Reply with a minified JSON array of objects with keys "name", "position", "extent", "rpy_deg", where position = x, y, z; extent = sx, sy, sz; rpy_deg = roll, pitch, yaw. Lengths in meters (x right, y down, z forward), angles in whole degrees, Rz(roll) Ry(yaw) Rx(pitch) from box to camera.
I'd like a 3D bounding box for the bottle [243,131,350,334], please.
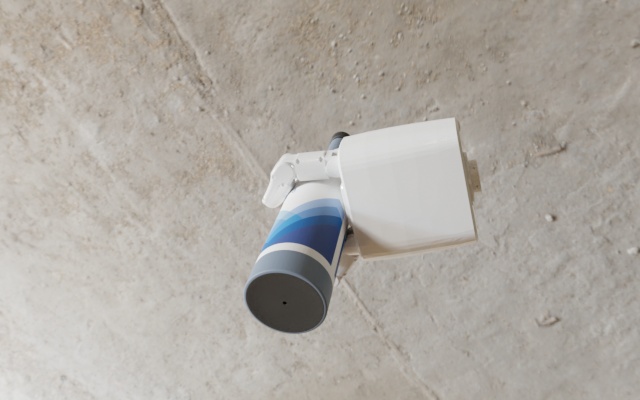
[{"name":"bottle","position":[0.000,0.002,0.485],"extent":[0.069,0.069,0.295],"rpy_deg":[0,32,13]}]
